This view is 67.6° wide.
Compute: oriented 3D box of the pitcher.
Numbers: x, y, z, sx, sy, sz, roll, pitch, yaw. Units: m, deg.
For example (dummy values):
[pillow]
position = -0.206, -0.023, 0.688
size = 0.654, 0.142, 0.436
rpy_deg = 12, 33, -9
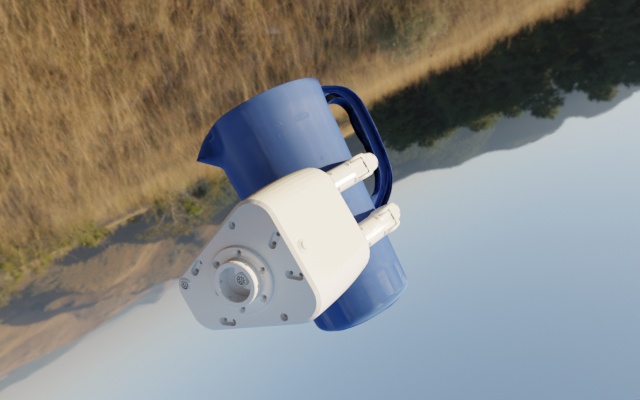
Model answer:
[pitcher]
position = 0.000, 0.002, 0.503
size = 0.149, 0.243, 0.145
rpy_deg = -27, 2, 25
